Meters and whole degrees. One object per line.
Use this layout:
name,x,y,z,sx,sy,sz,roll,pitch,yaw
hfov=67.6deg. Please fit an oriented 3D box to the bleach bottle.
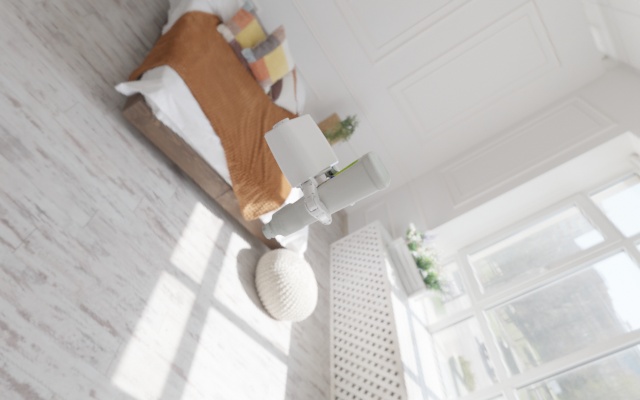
bleach bottle,0.000,0.003,0.853,0.251,0.068,0.102,-30,2,17
